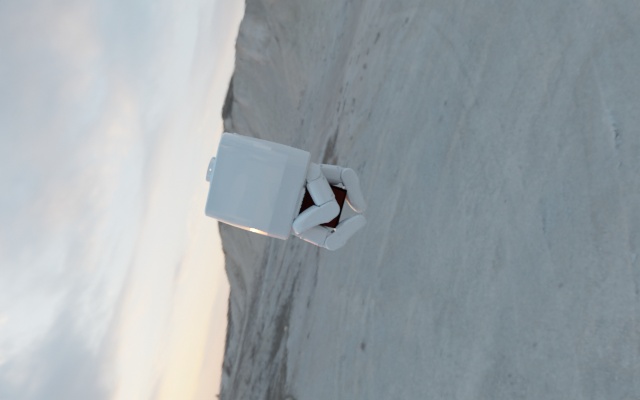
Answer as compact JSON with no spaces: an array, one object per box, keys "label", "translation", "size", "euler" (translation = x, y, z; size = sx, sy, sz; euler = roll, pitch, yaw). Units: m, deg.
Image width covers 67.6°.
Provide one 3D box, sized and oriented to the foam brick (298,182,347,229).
[{"label":"foam brick","translation":[0.000,0.002,0.625],"size":[0.051,0.053,0.078],"euler":[15,2,-5]}]
